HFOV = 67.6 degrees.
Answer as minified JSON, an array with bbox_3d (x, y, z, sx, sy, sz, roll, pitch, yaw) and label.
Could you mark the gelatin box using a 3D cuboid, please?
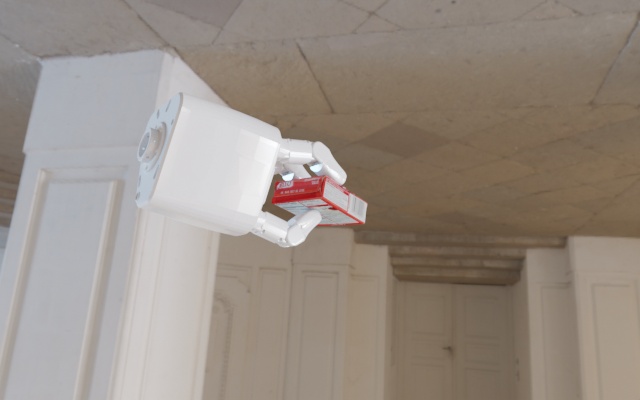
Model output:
[{"bbox_3d":[0.000,0.002,0.554,0.073,0.030,0.089,-5,-24,39],"label":"gelatin box"}]
